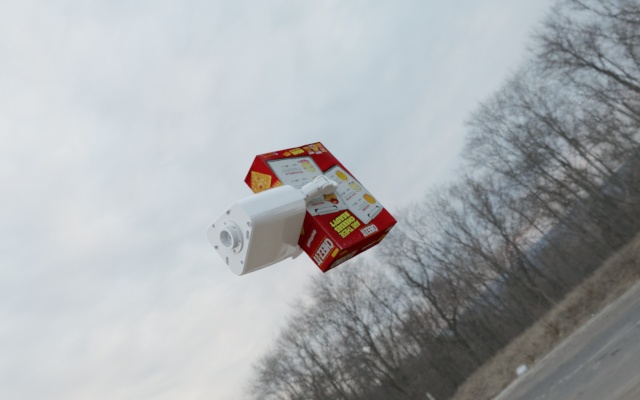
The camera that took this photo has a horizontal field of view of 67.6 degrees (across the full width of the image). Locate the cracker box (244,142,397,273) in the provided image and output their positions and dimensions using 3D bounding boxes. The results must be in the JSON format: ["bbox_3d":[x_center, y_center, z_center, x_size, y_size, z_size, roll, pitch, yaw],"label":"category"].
[{"bbox_3d":[0.000,0.002,0.810,0.164,0.213,0.072,-20,-29,-48],"label":"cracker box"}]
